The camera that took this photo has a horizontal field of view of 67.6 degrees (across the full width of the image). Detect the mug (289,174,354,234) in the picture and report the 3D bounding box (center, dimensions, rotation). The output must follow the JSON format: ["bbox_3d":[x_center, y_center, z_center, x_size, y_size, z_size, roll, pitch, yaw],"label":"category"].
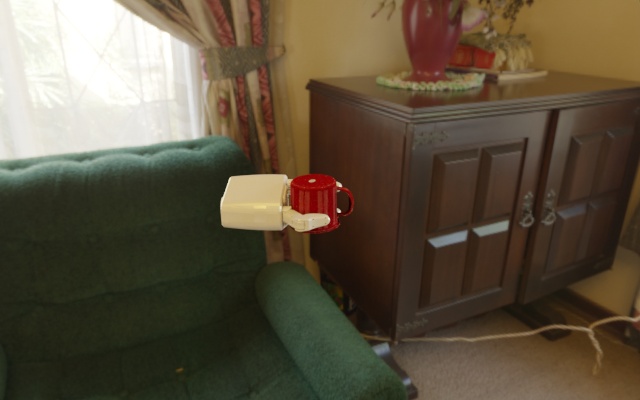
[{"bbox_3d":[0.002,0.003,0.842,0.117,0.081,0.093,0,21,2],"label":"mug"}]
